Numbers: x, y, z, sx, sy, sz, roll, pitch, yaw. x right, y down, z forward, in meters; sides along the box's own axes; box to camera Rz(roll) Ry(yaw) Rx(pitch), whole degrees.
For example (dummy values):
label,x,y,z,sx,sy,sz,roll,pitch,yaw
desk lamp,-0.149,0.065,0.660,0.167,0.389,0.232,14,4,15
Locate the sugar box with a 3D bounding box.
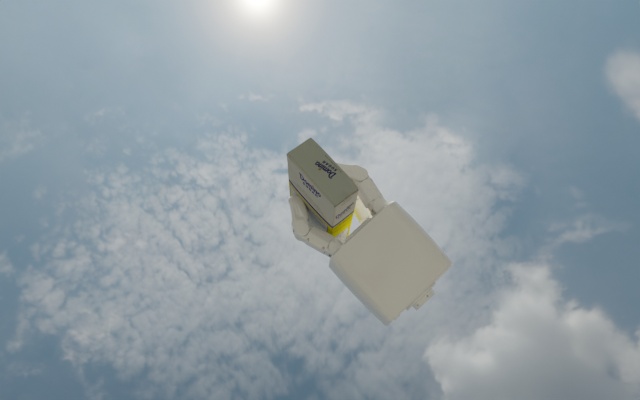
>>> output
label,x,y,z,sx,sy,sz,roll,pitch,yaw
sugar box,0.001,0.002,0.636,0.048,0.093,0.176,-36,-19,-19
